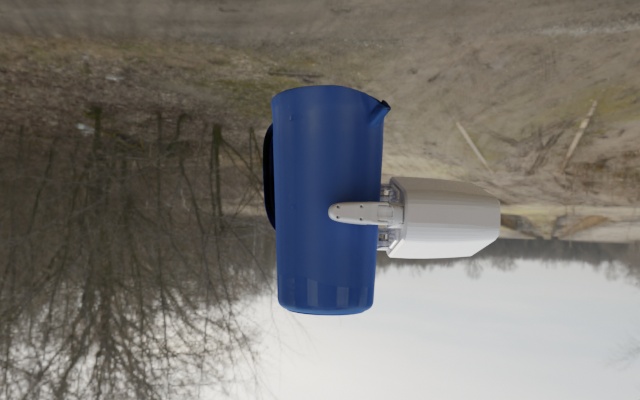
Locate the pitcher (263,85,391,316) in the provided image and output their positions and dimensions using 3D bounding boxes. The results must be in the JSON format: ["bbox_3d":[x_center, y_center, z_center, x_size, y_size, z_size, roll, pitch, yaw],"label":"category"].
[{"bbox_3d":[0.000,0.002,0.551,0.145,0.243,0.149,2,-5,-3],"label":"pitcher"}]
